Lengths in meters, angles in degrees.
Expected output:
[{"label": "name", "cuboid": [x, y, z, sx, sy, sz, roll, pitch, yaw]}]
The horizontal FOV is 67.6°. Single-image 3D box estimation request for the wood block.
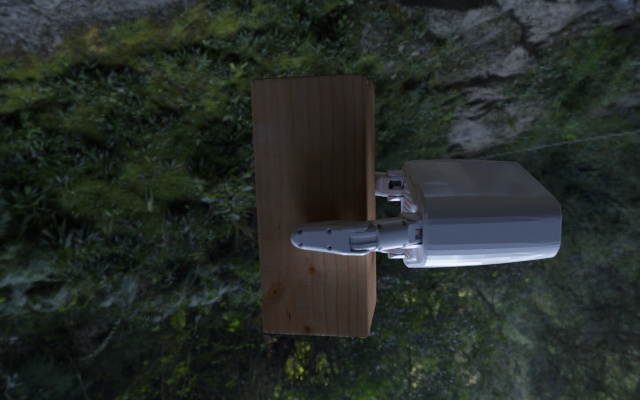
[{"label": "wood block", "cuboid": [0.000, 0.002, 0.414, 0.090, 0.206, 0.091, 0, 9, 11]}]
